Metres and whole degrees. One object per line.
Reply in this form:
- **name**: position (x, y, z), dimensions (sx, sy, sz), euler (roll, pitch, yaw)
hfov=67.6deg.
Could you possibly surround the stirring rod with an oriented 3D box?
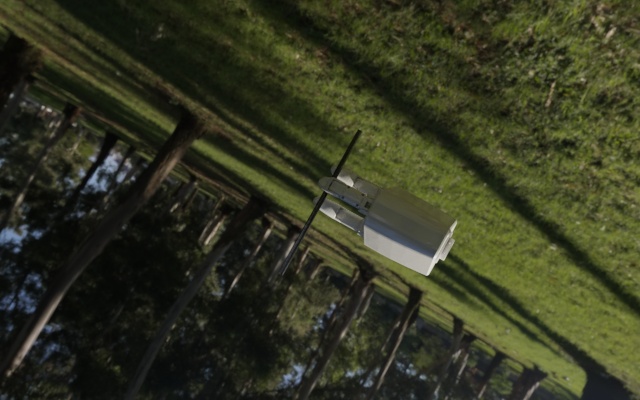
- **stirring rod**: position (0.000, 0.002, 0.699), dimensions (0.011, 0.239, 0.011), euler (29, -2, 1)
